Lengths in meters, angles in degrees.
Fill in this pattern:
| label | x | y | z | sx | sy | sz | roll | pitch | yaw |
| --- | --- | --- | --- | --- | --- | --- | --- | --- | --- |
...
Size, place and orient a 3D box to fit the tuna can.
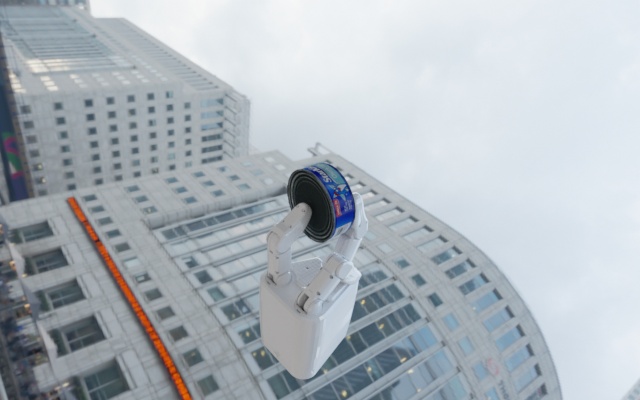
| label | x | y | z | sx | sy | sz | roll | pitch | yaw |
| --- | --- | --- | --- | --- | --- | --- | --- | --- | --- |
| tuna can | 0.001 | 0.002 | 0.535 | 0.033 | 0.086 | 0.086 | -22 | 12 | -32 |
